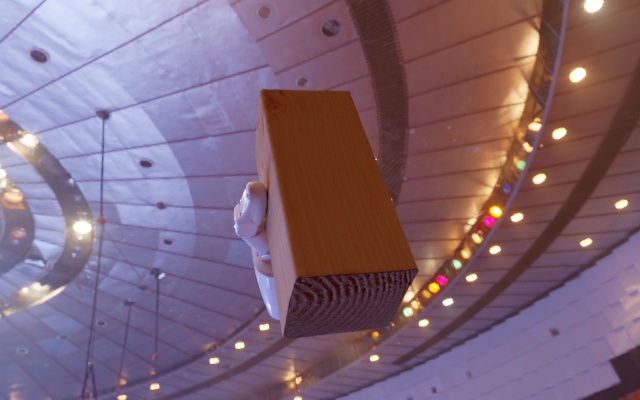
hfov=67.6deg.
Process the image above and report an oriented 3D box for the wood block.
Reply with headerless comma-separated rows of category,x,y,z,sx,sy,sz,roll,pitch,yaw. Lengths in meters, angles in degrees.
wood block,0.000,0.002,0.416,0.091,0.206,0.090,-3,-41,-14
